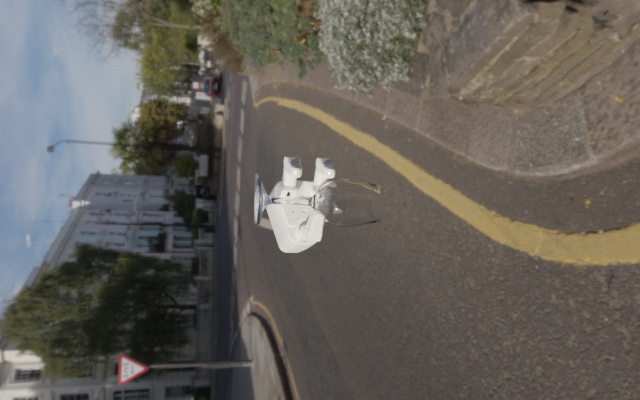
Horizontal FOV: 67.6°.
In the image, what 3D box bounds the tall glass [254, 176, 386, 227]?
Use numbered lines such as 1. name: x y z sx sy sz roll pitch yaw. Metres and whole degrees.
1. tall glass: -0.001 0.002 0.755 0.201 0.079 0.079 2 -1 -16
